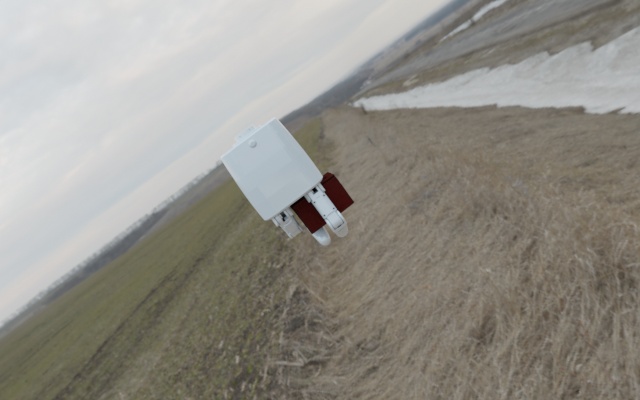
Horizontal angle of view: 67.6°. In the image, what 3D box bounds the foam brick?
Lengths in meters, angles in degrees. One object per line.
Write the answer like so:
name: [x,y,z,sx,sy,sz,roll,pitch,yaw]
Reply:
foam brick: [0.000,0.002,0.687,0.078,0.051,0.053,-37,11,-2]
